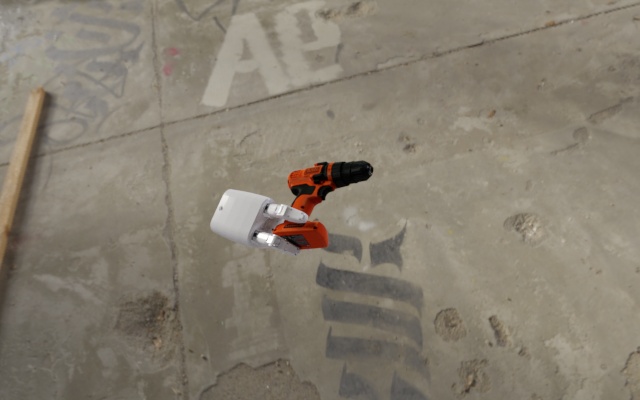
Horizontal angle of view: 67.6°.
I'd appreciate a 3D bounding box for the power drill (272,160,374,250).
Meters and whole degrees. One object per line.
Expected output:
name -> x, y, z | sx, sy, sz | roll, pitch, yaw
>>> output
power drill -> 0.000, 0.003, 0.896 | 0.184, 0.187, 0.057 | -9, -48, 32
